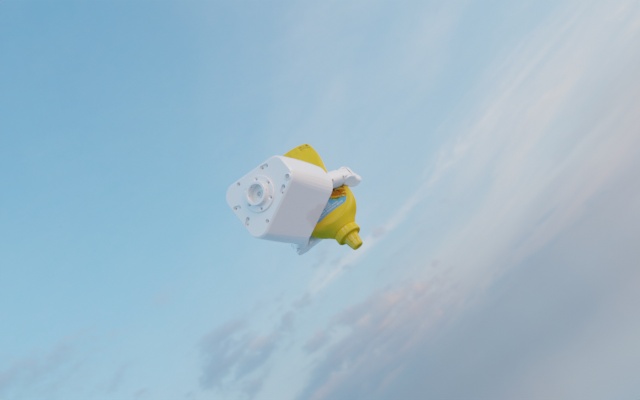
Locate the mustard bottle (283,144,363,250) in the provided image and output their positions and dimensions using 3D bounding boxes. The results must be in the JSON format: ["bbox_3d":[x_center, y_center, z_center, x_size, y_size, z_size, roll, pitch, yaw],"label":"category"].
[{"bbox_3d":[0.000,0.002,0.752,0.096,0.191,0.058,-38,-25,-7],"label":"mustard bottle"}]
